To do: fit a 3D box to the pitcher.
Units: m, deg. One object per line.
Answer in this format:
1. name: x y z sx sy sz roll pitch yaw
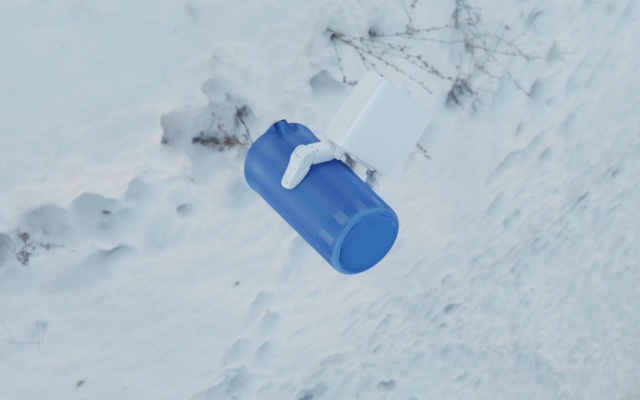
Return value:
1. pitcher: 0.000 0.002 0.694 0.149 0.145 0.242 22 16 -45
